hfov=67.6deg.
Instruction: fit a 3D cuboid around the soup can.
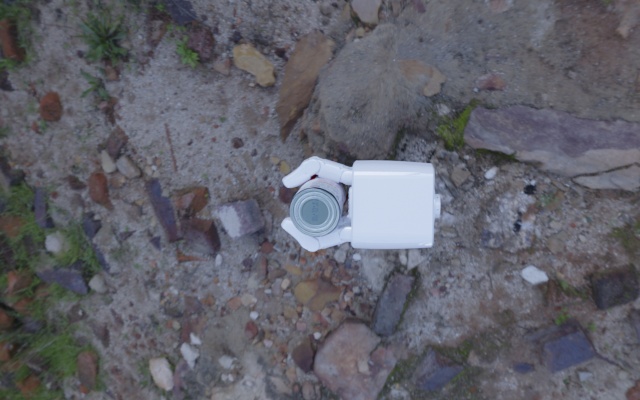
[{"bbox_3d":[0.000,0.002,0.649,0.068,0.068,0.102,0,16,9],"label":"soup can"}]
